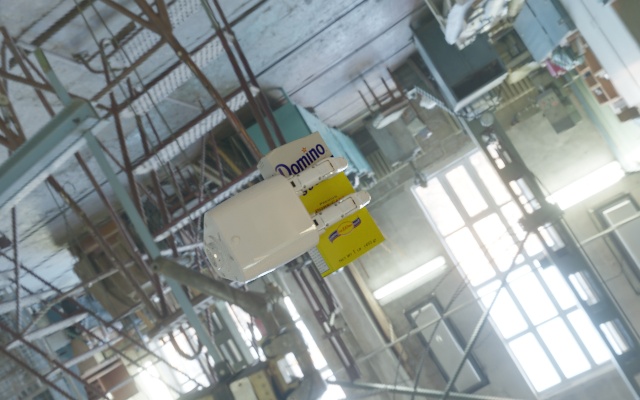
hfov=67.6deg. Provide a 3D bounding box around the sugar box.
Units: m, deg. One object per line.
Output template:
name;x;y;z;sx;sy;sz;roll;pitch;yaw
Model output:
sugar box;0.000;0.002;0.635;0.093;0.176;0.048;-28;-5;-28
